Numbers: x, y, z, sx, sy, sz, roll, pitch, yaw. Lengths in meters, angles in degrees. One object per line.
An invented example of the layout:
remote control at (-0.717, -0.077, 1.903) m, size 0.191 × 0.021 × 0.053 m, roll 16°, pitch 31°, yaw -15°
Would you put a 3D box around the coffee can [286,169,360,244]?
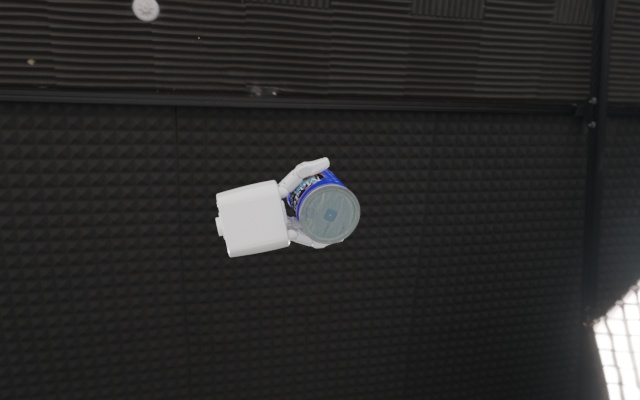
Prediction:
coffee can at (0.000, 0.003, 0.845) m, size 0.103 × 0.103 × 0.140 m, roll 0°, pitch 18°, yaw -14°
